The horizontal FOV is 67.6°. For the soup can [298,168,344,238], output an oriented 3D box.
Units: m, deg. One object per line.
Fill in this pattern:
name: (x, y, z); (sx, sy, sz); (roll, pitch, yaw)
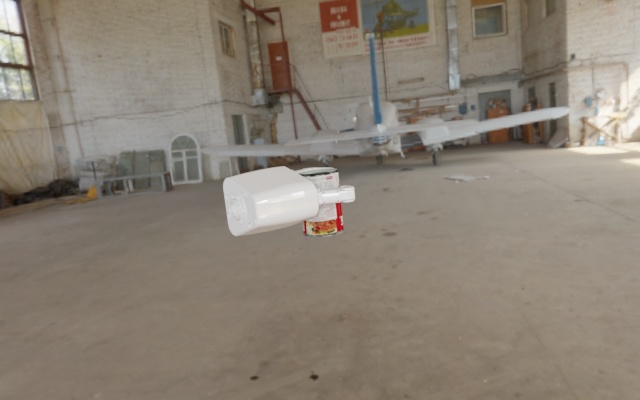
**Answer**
soup can: (0.001, 0.002, 0.779); (0.068, 0.102, 0.068); (-6, 9, 1)
